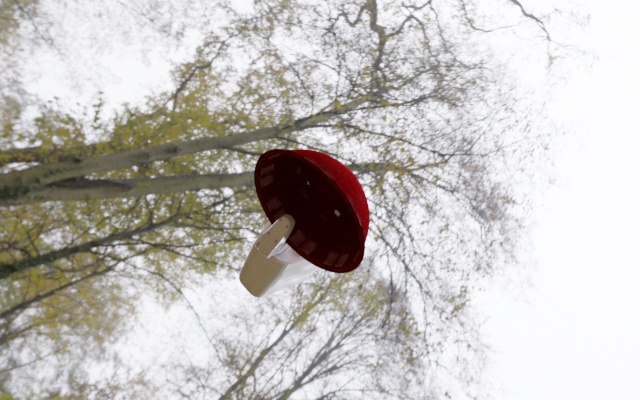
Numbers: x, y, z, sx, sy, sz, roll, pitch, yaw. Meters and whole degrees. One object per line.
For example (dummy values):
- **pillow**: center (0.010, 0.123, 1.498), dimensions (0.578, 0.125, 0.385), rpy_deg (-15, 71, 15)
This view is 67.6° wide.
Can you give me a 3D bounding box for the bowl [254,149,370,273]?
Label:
- **bowl**: center (0.001, 0.001, 0.536), dimensions (0.055, 0.162, 0.162), rpy_deg (-39, 23, -32)
